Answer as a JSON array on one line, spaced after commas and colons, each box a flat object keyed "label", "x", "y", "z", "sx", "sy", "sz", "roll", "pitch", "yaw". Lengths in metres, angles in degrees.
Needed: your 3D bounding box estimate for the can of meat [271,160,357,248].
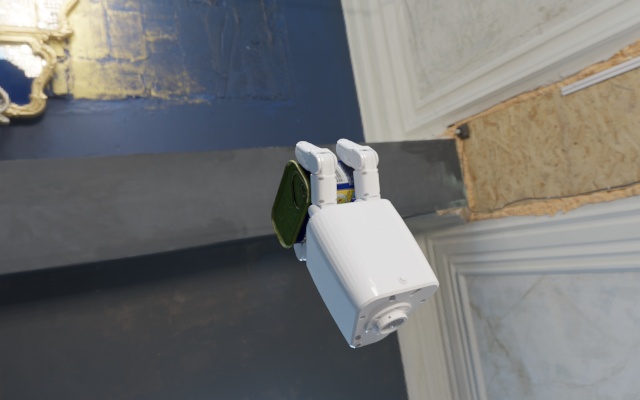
[{"label": "can of meat", "x": 0.000, "y": 0.002, "z": 0.541, "sx": 0.084, "sy": 0.102, "sz": 0.057, "roll": -7, "pitch": 48, "yaw": -29}]
